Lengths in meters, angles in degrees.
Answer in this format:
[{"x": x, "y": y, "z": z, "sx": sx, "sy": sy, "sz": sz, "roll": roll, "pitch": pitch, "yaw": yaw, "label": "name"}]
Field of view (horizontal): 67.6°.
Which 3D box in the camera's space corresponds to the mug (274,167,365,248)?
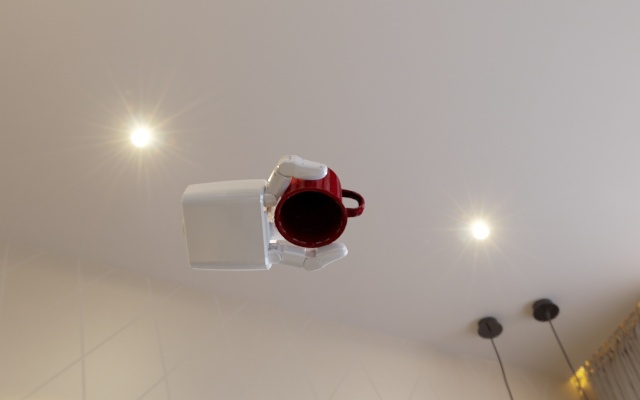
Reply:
[{"x": 0.002, "y": 0.002, "z": 0.634, "sx": 0.117, "sy": 0.093, "sz": 0.081, "roll": -2, "pitch": 32, "yaw": 2, "label": "mug"}]
